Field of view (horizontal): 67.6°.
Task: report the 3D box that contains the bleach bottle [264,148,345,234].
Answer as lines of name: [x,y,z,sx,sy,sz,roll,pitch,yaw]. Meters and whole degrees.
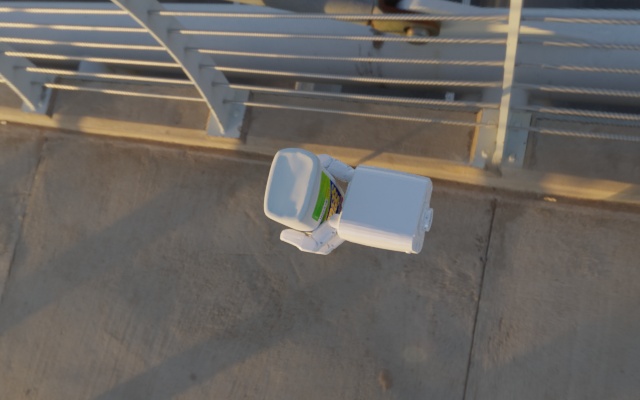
bleach bottle: [0.000,0.002,0.728,0.068,0.102,0.251,11,-6,21]
